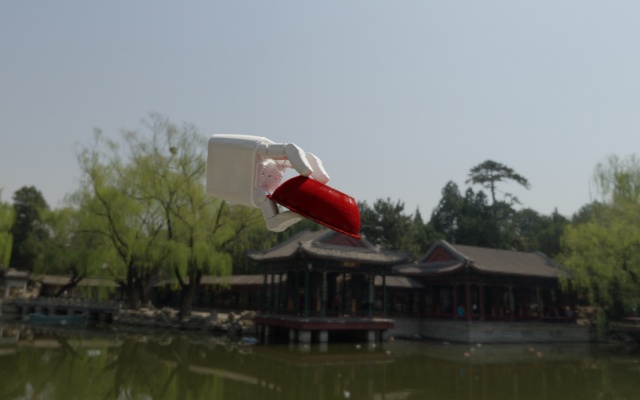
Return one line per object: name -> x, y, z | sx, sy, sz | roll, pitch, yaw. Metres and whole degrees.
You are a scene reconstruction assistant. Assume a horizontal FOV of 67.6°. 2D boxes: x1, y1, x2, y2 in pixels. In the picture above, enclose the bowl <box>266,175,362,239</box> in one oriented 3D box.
bowl -> 0.001, 0.003, 0.738 | 0.162, 0.055, 0.162 | 25, 1, -1
